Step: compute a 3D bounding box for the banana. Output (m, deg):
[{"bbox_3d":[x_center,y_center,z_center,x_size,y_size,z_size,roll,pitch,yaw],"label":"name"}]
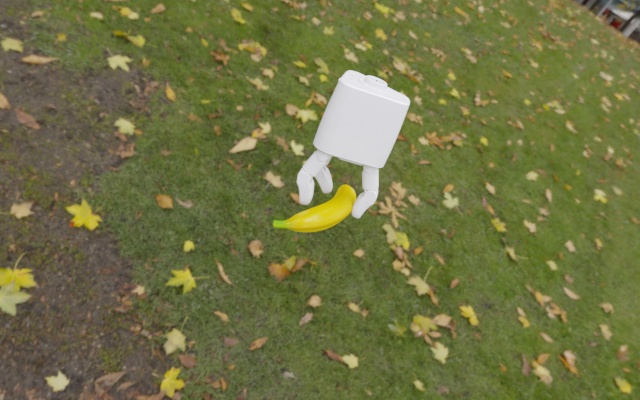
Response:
[{"bbox_3d":[0.013,0.011,0.757,0.069,0.037,0.197,26,29,28],"label":"banana"}]
